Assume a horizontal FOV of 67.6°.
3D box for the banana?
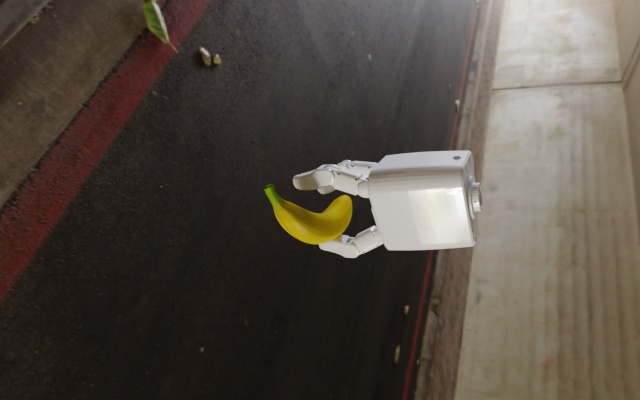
[{"bbox_3d":[0.000,0.020,0.601,0.037,0.069,0.198,-9,-8,27],"label":"banana"}]
